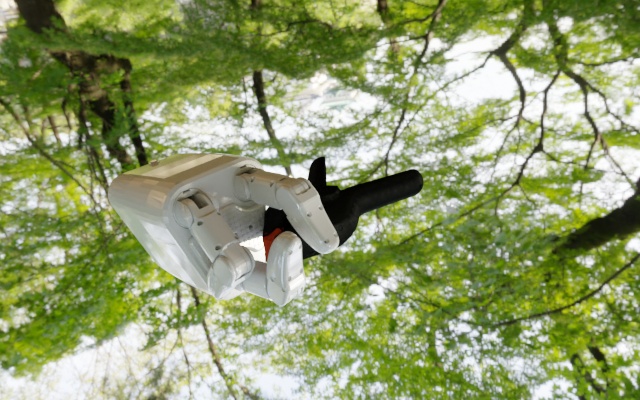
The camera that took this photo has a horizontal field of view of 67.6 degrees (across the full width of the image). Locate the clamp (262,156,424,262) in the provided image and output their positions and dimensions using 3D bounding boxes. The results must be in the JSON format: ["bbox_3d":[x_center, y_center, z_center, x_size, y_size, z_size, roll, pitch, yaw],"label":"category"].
[{"bbox_3d":[0.000,0.002,0.428,0.120,0.039,0.171,11,29,42],"label":"clamp"}]
